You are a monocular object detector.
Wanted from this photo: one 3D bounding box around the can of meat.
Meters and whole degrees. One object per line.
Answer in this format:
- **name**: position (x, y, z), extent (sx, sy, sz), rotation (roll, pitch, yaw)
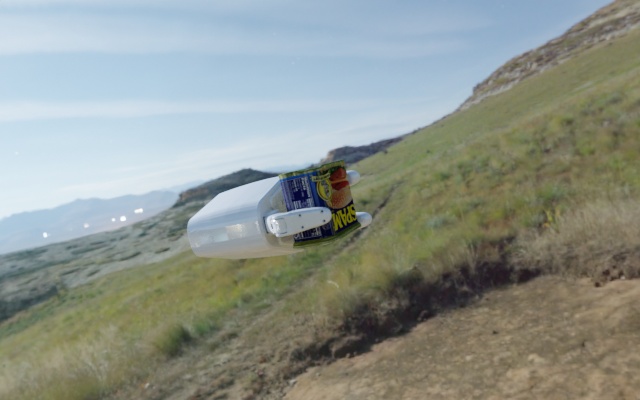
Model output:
- **can of meat**: position (0.000, 0.001, 0.550), extent (0.057, 0.084, 0.102), rotation (-12, 4, 26)
